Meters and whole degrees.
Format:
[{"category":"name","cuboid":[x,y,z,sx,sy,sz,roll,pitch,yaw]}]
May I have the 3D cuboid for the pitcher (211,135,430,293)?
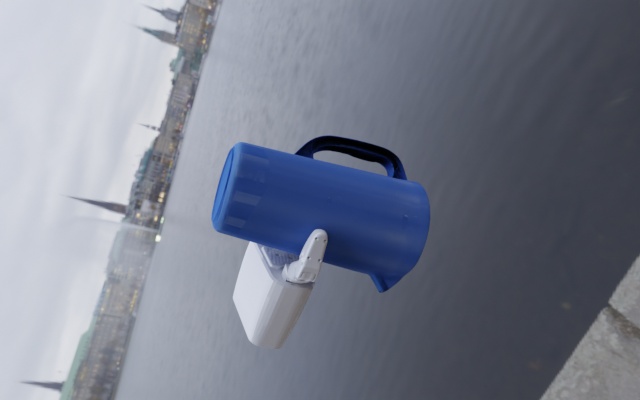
[{"category":"pitcher","cuboid":[0.000,0.002,0.586,0.243,0.145,0.149,15,25,-17]}]
